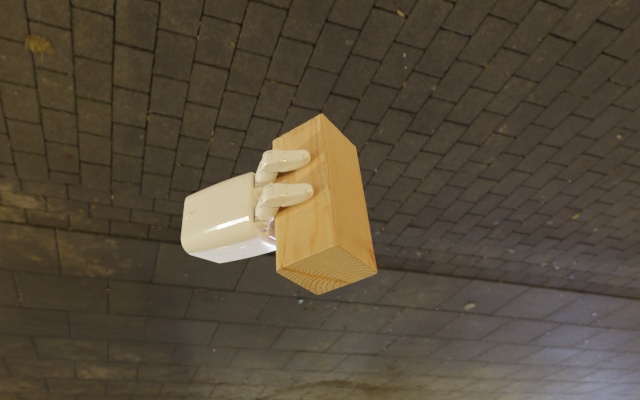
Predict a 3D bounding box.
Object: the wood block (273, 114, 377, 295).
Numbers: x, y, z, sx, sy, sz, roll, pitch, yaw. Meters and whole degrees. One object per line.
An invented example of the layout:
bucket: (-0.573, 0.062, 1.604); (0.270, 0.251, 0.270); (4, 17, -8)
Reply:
wood block: (0.000, 0.002, 0.621); (0.090, 0.206, 0.091); (-25, -40, 24)
